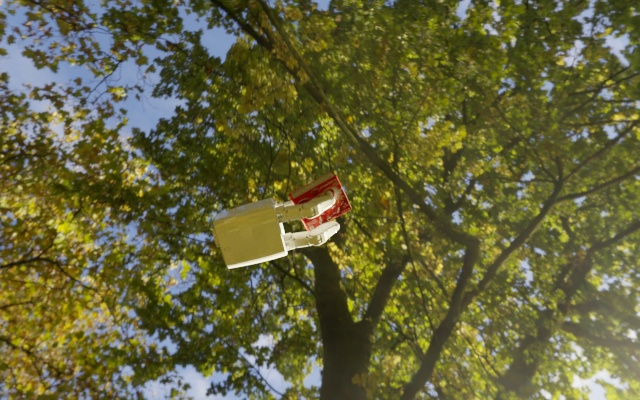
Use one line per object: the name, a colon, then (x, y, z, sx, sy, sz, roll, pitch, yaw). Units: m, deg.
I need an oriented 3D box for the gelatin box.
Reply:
gelatin box: (0.000, 0.002, 0.834, 0.089, 0.073, 0.030, -29, 26, -4)
